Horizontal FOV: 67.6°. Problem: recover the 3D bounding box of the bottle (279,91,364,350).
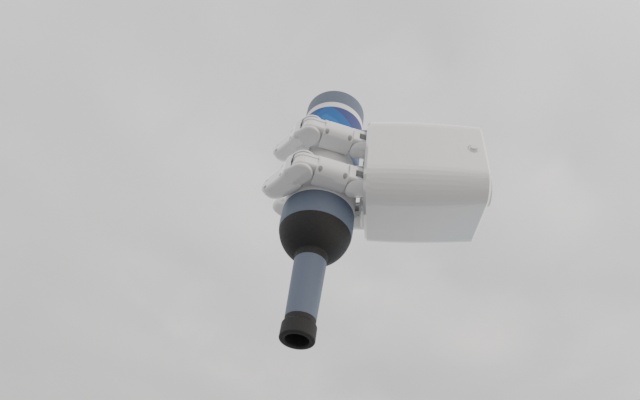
[{"bbox_3d":[0.000,0.001,0.454,0.069,0.069,0.295,0,44,9],"label":"bottle"}]
